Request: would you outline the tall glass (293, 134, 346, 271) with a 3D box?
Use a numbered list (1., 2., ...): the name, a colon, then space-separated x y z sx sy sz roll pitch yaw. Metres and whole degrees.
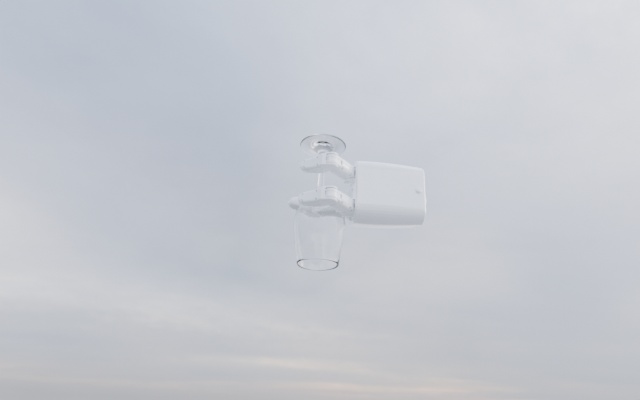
1. tall glass: 0.000 0.002 0.733 0.079 0.201 0.079 3 -24 1
